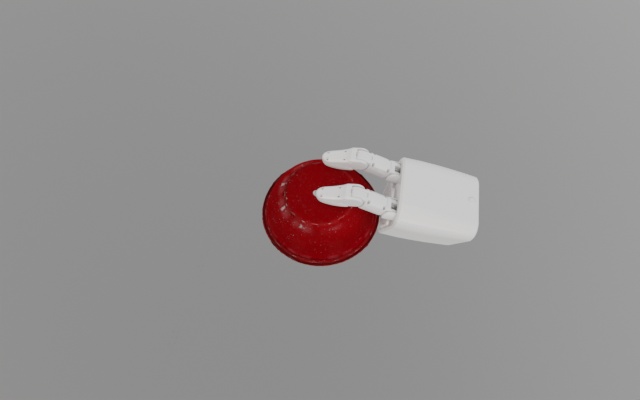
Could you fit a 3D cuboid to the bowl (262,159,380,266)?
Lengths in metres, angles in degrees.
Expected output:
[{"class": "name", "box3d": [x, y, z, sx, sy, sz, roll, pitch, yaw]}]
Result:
[{"class": "bowl", "box3d": [-0.001, 0.002, 0.632, 0.162, 0.162, 0.055, 0, -28, 1]}]
